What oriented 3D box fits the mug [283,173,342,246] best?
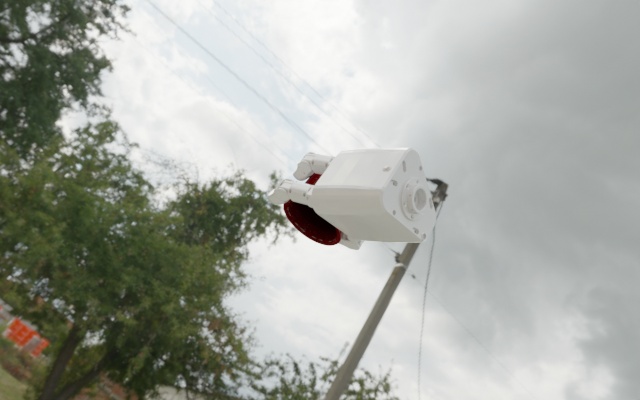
[{"bbox_3d":[-0.001,0.002,0.677,0.117,0.093,0.081,3,45,45],"label":"mug"}]
